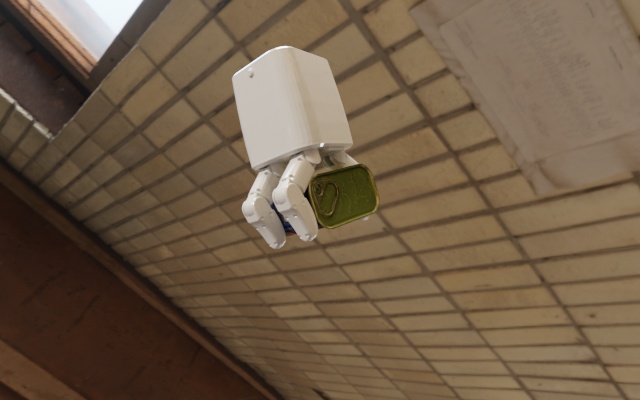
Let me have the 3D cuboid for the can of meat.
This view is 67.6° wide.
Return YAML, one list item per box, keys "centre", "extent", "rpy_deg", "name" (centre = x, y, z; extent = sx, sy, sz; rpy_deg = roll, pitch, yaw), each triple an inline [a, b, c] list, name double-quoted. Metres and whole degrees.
- centre: [0.000, 0.002, 0.528]
  extent: [0.084, 0.057, 0.102]
  rpy_deg: [-16, 1, 45]
  name: "can of meat"
